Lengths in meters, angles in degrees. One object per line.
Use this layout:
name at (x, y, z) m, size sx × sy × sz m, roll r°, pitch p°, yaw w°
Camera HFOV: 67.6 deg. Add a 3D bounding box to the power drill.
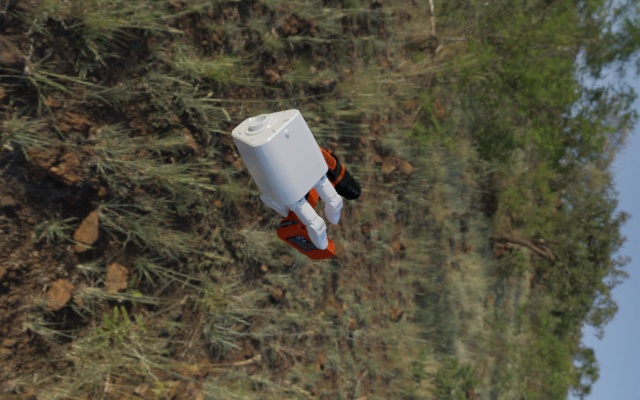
power drill at (0.000, 0.003, 0.821) m, size 0.057 × 0.187 × 0.184 m, roll -19°, pitch -42°, yaw 38°
